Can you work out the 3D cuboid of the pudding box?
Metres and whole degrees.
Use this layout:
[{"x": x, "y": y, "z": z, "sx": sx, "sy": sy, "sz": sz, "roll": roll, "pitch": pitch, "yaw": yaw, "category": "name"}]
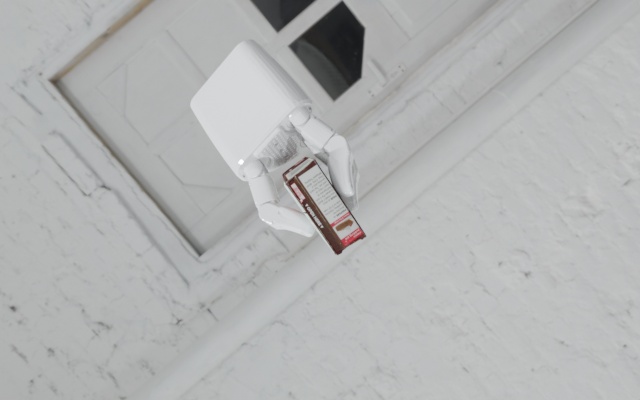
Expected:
[{"x": 0.000, "y": 0.002, "z": 0.496, "sx": 0.039, "sy": 0.090, "sz": 0.113, "roll": -35, "pitch": 9, "yaw": 1, "category": "pudding box"}]
